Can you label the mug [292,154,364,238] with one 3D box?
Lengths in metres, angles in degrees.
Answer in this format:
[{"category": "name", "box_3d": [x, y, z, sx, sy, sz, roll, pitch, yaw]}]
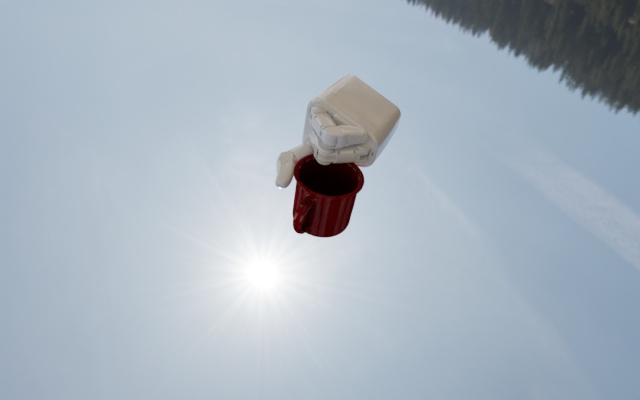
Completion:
[{"category": "mug", "box_3d": [-0.001, 0.003, 0.636, 0.093, 0.082, 0.117, 26, 44, 16]}]
